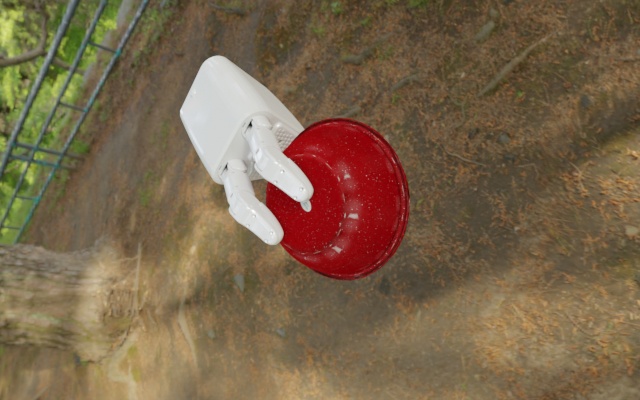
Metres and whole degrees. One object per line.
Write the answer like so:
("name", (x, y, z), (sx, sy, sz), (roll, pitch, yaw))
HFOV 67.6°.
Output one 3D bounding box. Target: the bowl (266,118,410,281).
("bowl", (0.001, 0.002, 0.453), (0.162, 0.162, 0.055), (0, 5, 36))
